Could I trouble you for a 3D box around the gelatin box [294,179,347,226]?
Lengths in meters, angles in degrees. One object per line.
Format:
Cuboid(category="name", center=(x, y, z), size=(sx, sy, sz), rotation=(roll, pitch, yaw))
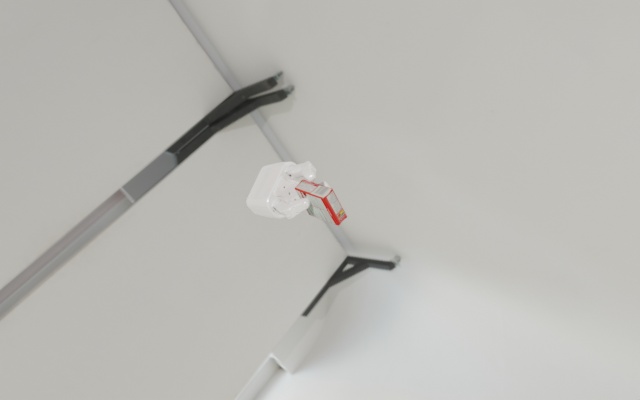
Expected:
Cuboid(category="gelatin box", center=(0.000, 0.003, 0.895), size=(0.030, 0.073, 0.089), rotation=(-45, 38, -21))
